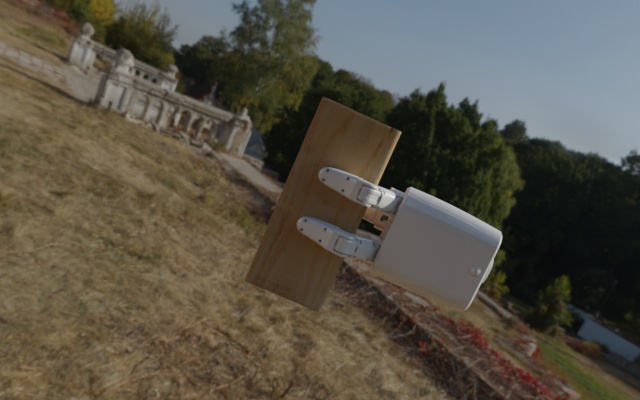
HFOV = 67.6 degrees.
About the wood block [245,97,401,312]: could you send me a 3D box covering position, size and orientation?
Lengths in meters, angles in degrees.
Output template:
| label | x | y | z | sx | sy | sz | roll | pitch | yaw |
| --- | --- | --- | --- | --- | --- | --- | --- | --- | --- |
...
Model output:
| label | x | y | z | sx | sy | sz | roll | pitch | yaw |
| --- | --- | --- | --- | --- | --- | --- | --- | --- | --- |
| wood block | 0.001 | 0.002 | 0.530 | 0.090 | 0.206 | 0.091 | 24 | 8 | -3 |
